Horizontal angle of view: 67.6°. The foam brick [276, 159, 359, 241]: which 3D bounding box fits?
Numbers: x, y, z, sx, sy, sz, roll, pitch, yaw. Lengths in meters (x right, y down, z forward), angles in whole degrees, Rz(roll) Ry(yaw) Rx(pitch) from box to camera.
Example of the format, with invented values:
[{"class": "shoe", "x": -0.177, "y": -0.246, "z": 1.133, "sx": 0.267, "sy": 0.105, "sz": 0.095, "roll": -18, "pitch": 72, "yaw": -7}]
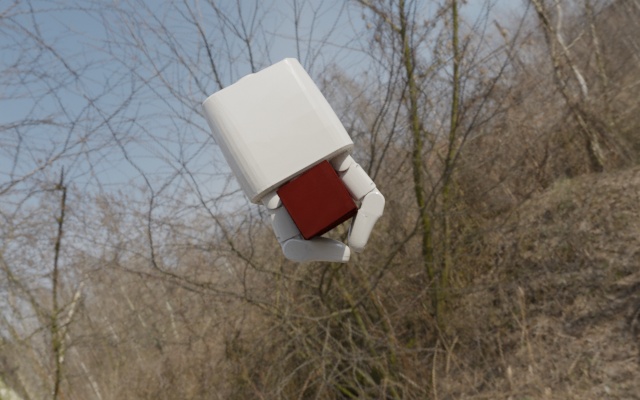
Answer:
[{"class": "foam brick", "x": 0.000, "y": 0.001, "z": 0.438, "sx": 0.053, "sy": 0.051, "sz": 0.078, "roll": -31, "pitch": -6, "yaw": 4}]
